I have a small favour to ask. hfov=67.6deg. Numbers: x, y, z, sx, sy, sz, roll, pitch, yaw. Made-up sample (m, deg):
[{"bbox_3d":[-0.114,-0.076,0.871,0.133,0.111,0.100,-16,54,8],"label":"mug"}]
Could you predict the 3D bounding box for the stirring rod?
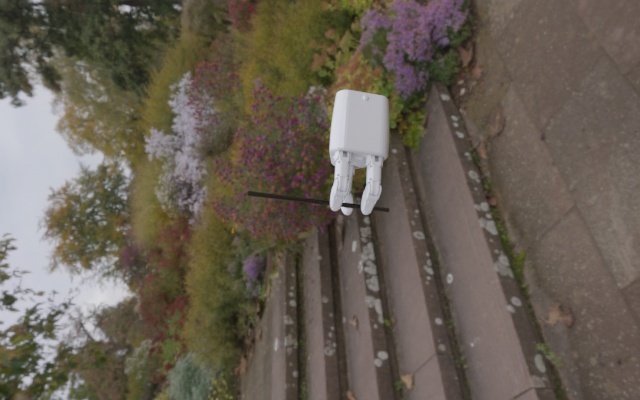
[{"bbox_3d":[0.000,0.003,0.796,0.239,0.011,0.011,7,-2,-12],"label":"stirring rod"}]
